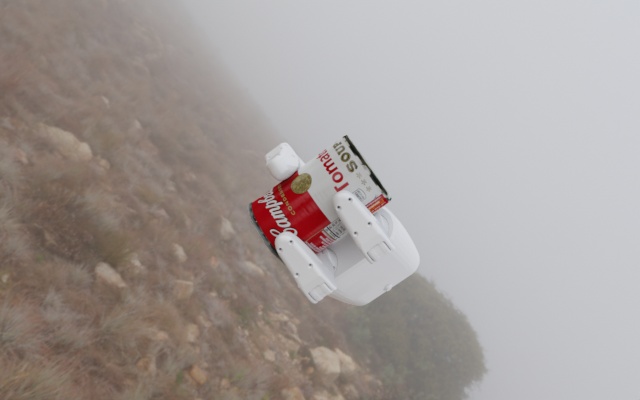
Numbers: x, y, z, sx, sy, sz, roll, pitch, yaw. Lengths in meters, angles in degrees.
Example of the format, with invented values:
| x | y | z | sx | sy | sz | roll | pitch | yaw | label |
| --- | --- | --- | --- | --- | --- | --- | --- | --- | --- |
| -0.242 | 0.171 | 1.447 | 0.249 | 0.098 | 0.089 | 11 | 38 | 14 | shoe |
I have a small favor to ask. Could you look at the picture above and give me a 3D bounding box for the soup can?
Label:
| x | y | z | sx | sy | sz | roll | pitch | yaw | label |
| --- | --- | --- | --- | --- | --- | --- | --- | --- | --- |
| 0.000 | 0.001 | 0.400 | 0.102 | 0.068 | 0.068 | -35 | -6 | 8 | soup can |
